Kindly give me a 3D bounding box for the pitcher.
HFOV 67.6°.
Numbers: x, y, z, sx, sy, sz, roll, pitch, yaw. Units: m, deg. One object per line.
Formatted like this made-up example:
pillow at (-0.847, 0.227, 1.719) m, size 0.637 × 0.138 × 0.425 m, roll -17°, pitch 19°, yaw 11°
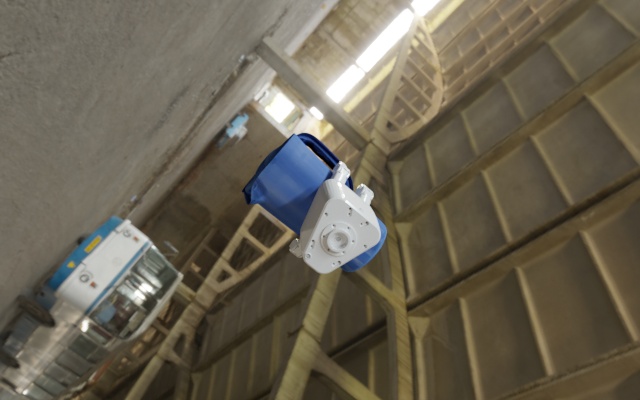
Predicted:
pitcher at (0.000, 0.003, 0.829) m, size 0.243 × 0.149 × 0.145 m, roll 42°, pitch 9°, yaw -11°
